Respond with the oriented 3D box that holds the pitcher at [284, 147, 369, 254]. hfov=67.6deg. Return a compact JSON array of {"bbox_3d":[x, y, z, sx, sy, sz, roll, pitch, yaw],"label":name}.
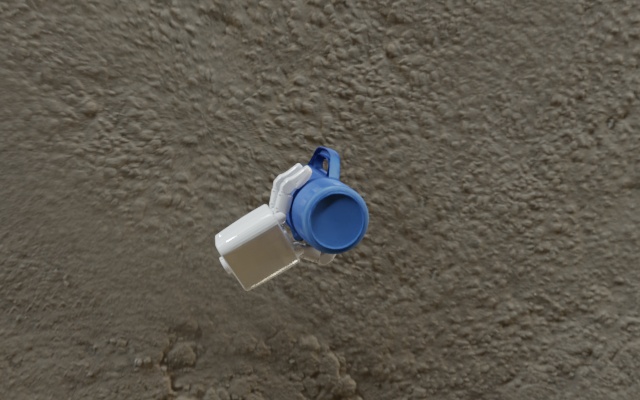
[{"bbox_3d":[0.000,0.003,0.836,0.145,0.149,0.243,-31,14,-7],"label":"pitcher"}]
